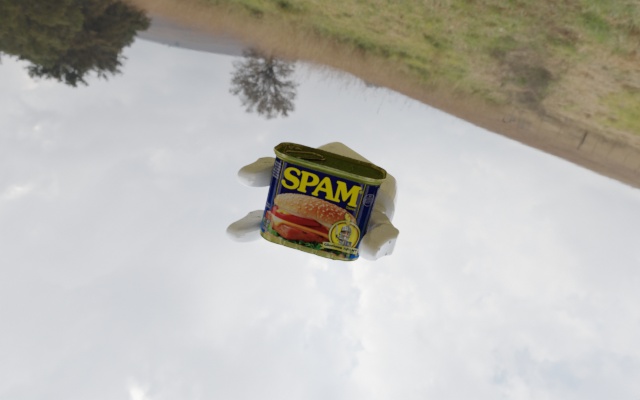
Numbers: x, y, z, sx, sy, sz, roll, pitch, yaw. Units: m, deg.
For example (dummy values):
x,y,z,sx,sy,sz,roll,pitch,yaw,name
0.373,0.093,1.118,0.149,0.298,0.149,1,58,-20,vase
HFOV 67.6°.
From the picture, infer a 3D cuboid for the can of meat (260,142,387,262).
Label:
x,y,z,sx,sy,sz,roll,pitch,yaw,name
0.000,0.002,0.438,0.102,0.084,0.057,16,18,5,can of meat
